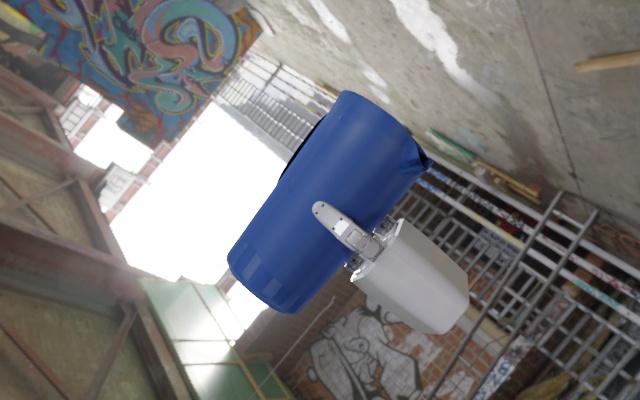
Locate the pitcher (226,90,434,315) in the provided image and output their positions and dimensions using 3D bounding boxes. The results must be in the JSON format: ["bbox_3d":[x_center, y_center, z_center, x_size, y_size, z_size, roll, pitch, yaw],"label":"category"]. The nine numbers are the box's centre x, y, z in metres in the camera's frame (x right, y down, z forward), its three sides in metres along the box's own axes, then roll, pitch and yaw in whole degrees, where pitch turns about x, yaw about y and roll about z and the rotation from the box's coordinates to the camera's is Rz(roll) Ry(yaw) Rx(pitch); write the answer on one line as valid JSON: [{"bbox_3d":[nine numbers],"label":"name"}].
[{"bbox_3d":[0.000,0.002,0.557,0.145,0.243,0.149,39,1,4],"label":"pitcher"}]
